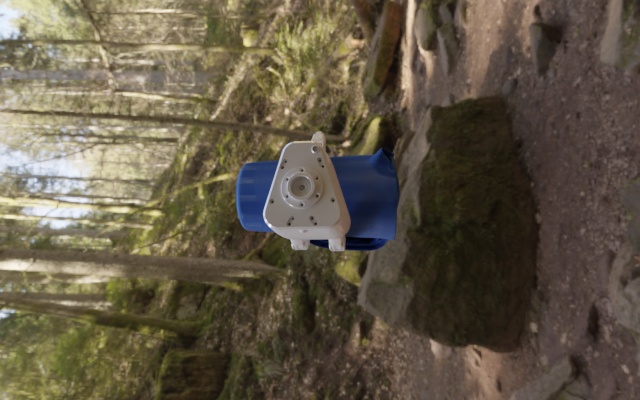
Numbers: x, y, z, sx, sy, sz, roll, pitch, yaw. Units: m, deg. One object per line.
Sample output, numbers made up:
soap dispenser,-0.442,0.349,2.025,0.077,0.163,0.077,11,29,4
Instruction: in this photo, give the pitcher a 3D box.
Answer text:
pitcher,0.000,0.002,0.746,0.243,0.149,0.145,0,-7,6
